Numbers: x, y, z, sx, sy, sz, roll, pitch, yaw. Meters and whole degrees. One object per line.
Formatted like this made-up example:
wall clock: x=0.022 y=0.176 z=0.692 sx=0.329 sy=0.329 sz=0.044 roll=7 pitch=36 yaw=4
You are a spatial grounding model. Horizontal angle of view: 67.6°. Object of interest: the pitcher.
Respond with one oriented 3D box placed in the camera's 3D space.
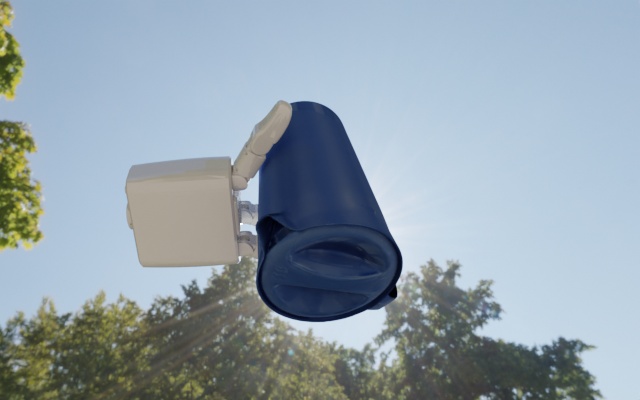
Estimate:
pitcher: x=0.000 y=0.002 z=0.518 sx=0.145 sy=0.149 sz=0.242 roll=-4 pitch=41 yaw=-6
